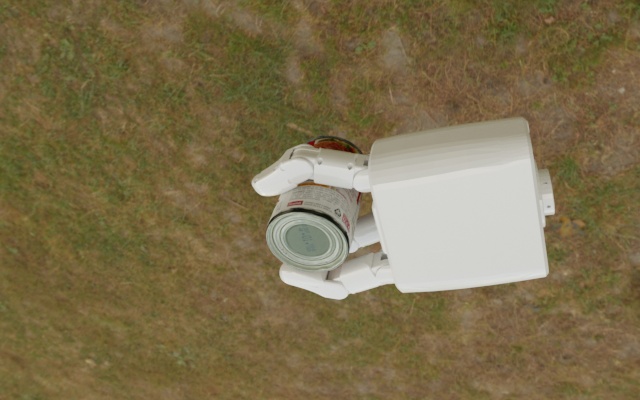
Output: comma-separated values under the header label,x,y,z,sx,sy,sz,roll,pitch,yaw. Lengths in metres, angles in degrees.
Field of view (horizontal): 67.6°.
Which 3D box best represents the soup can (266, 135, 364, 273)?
label,x,y,z,sx,sy,sz,roll,pitch,yaw
soup can,-0.001,0.001,0.400,0.068,0.069,0.102,0,39,15
